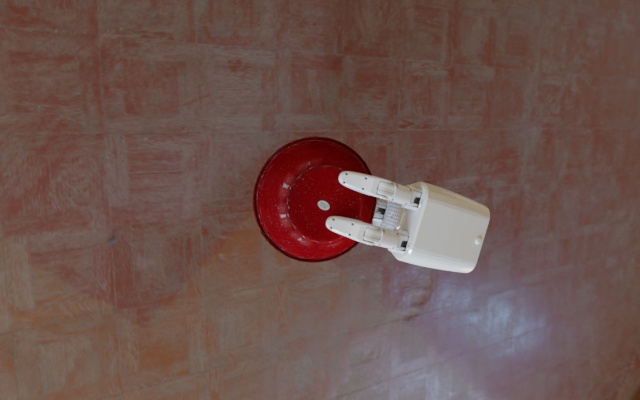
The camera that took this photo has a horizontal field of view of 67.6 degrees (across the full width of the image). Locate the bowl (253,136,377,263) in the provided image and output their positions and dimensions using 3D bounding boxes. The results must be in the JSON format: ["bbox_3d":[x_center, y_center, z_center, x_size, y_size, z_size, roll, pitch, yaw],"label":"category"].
[{"bbox_3d":[-0.001,0.002,0.584,0.162,0.162,0.055,0,5,-12],"label":"bowl"}]
